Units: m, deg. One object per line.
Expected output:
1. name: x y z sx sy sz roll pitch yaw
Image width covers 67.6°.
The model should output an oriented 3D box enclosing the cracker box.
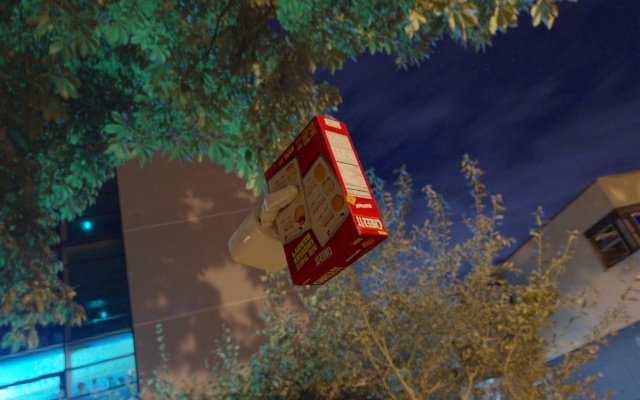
1. cracker box: 0.000 0.002 0.750 0.072 0.213 0.164 7 -37 -40
